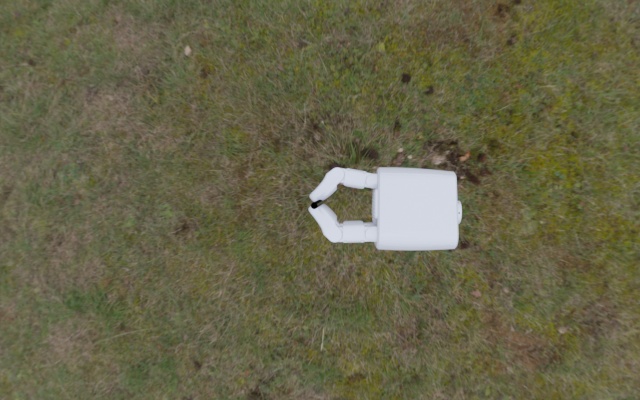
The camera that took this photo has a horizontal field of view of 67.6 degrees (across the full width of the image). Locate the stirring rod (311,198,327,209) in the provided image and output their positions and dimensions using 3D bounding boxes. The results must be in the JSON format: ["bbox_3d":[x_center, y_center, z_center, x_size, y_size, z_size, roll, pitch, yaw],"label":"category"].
[{"bbox_3d":[0.000,0.002,0.673,0.011,0.011,0.239,0,2,4],"label":"stirring rod"}]
